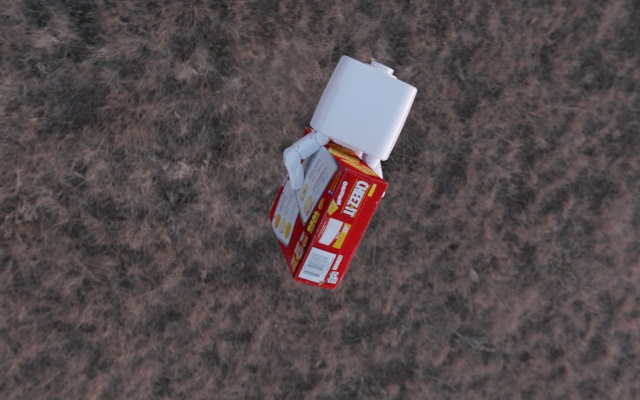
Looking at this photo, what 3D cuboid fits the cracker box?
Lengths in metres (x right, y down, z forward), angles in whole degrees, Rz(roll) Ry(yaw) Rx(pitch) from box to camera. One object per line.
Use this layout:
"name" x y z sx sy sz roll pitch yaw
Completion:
"cracker box" 0.000 0.002 0.692 0.072 0.164 0.213 19 16 -21
